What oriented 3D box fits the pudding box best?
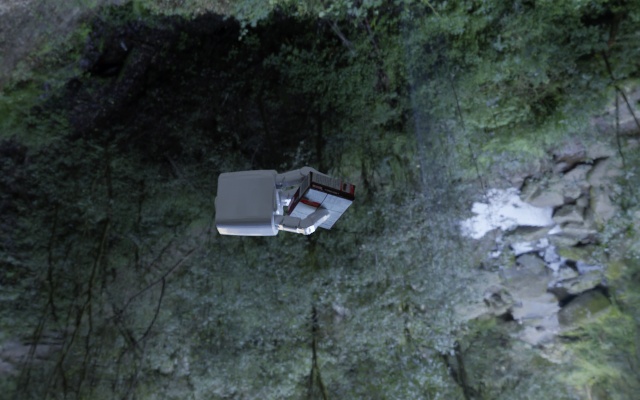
[{"bbox_3d":[0.000,0.003,0.867,0.090,0.039,0.113,16,-35,-17],"label":"pudding box"}]
